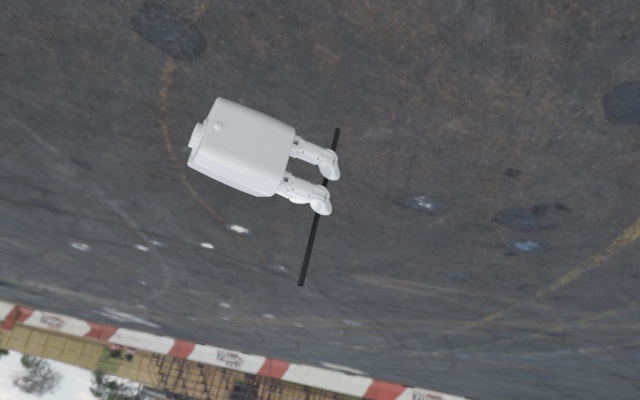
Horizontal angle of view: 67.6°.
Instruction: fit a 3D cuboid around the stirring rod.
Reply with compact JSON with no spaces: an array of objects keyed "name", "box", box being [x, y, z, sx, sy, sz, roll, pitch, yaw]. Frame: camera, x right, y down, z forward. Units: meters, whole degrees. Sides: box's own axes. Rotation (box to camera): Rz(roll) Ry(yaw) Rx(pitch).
[{"name":"stirring rod","box":[0.000,0.002,0.663,0.011,0.239,0.011,12,-23,5]}]
